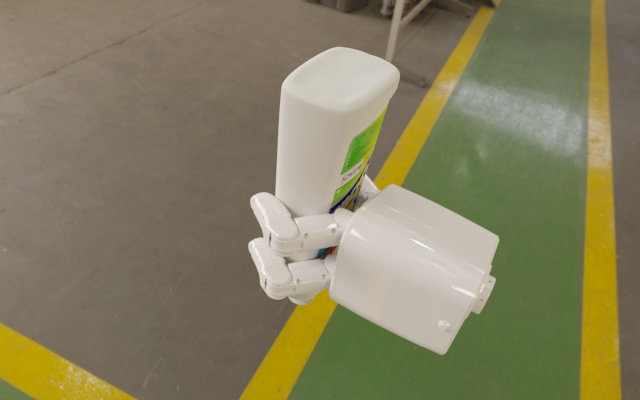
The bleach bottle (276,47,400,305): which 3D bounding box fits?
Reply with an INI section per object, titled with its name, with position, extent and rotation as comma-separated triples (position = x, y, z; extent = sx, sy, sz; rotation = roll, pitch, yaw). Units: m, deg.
[bleach bottle]
position = 0.000, 0.001, 0.430
extent = 0.068, 0.251, 0.102
rotation = 26, 44, 18
